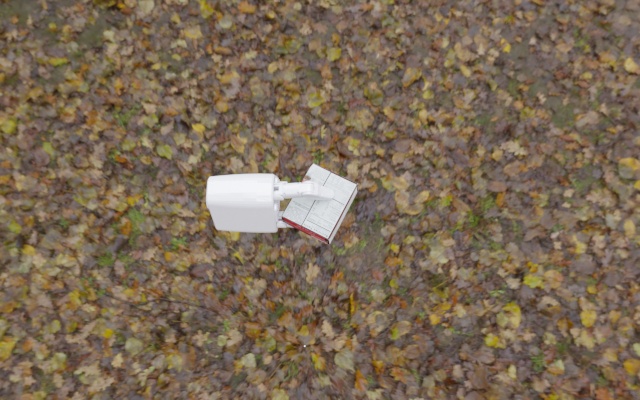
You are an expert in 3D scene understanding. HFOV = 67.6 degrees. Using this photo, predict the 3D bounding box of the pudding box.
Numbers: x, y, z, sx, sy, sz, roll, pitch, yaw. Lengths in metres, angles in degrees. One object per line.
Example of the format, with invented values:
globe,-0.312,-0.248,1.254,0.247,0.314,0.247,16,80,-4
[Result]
pudding box,0.000,0.005,0.798,0.090,0.113,0.039,27,-14,9
